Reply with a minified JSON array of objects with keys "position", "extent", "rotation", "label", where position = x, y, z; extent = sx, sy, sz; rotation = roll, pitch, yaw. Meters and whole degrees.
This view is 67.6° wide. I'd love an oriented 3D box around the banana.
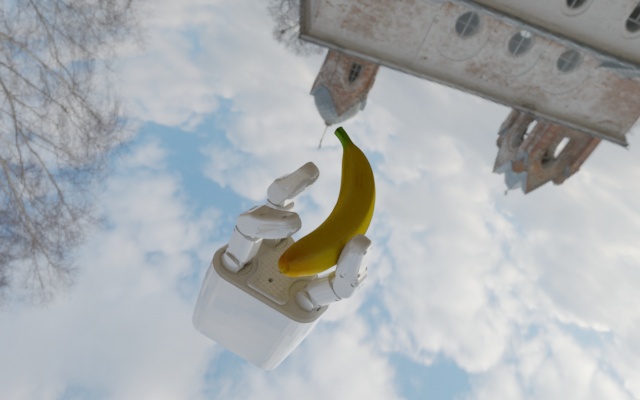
[{"position":[0.017,0.009,0.446],"extent":[0.069,0.197,0.037],"rotation":[30,-48,-9],"label":"banana"}]
